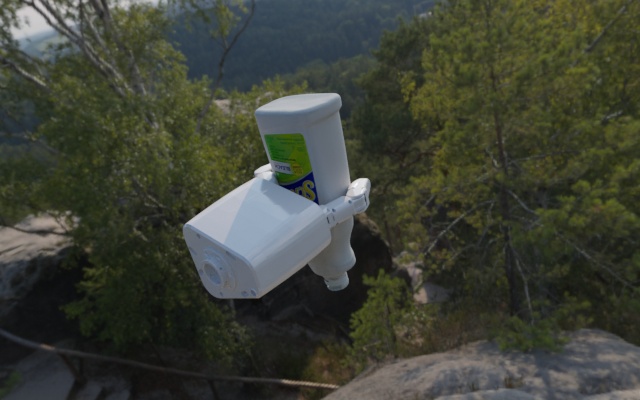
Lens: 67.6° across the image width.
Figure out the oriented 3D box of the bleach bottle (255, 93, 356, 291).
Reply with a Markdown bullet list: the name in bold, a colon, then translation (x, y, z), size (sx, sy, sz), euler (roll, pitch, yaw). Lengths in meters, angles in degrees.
- **bleach bottle**: translation (0.000, 0.002, 0.578), size (0.102, 0.251, 0.068), euler (8, 33, 42)
